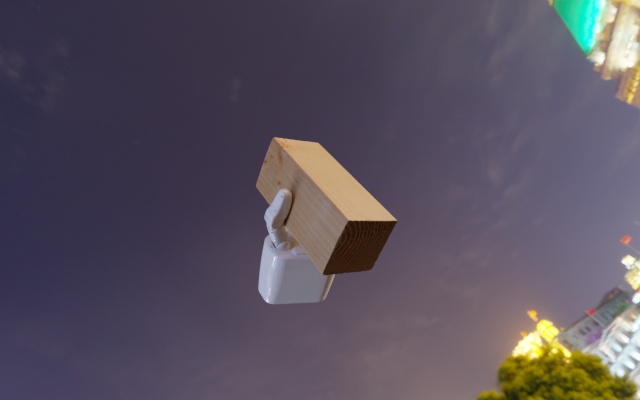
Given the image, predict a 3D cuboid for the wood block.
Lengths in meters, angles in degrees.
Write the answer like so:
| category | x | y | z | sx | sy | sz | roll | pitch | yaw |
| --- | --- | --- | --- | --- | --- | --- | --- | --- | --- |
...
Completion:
| category | x | y | z | sx | sy | sz | roll | pitch | yaw |
| --- | --- | --- | --- | --- | --- | --- | --- | --- | --- |
| wood block | 0.000 | 0.002 | 0.682 | 0.091 | 0.090 | 0.206 | 1 | 34 | -39 |
